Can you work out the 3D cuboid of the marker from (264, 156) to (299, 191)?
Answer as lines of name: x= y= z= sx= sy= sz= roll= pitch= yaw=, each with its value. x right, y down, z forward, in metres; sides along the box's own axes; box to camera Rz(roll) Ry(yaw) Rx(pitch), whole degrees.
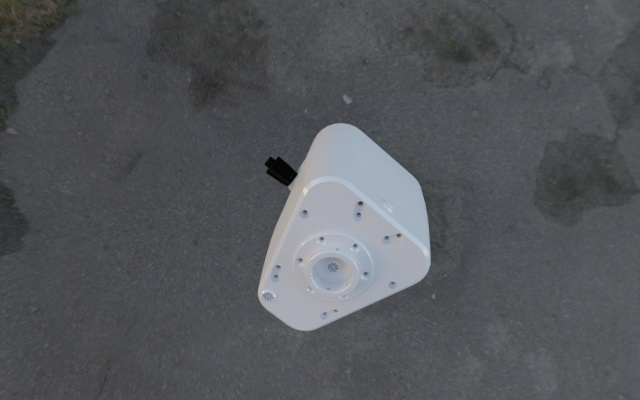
marker: x=0.000 y=0.001 z=0.430 sx=0.121 sy=0.020 sz=0.020 roll=38 pitch=-8 yaw=-11
